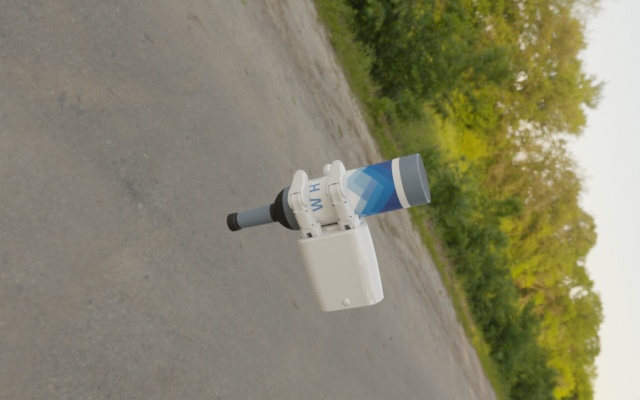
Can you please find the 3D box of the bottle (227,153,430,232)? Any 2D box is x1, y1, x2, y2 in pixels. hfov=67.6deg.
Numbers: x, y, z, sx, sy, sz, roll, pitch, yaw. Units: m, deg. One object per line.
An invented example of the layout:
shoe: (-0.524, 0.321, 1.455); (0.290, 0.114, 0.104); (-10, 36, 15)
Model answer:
bottle: (0.000, 0.002, 0.672); (0.296, 0.069, 0.069); (-13, -5, 20)
